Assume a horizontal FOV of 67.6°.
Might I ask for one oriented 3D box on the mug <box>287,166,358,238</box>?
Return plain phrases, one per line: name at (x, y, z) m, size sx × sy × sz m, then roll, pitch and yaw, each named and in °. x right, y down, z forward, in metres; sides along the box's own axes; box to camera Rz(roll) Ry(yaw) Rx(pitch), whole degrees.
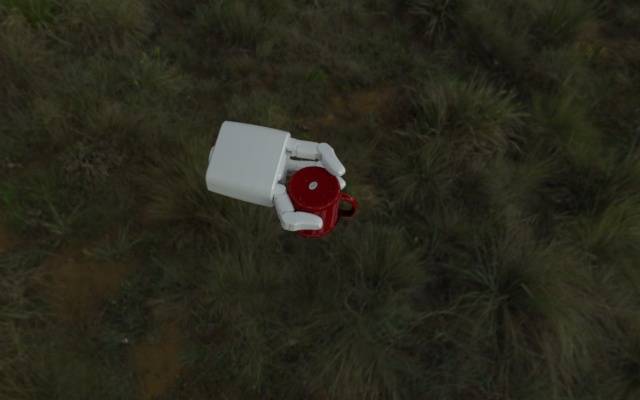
mug at (0.002, 0.003, 0.746) m, size 0.117 × 0.093 × 0.081 m, roll 12°, pitch -31°, yaw 3°
